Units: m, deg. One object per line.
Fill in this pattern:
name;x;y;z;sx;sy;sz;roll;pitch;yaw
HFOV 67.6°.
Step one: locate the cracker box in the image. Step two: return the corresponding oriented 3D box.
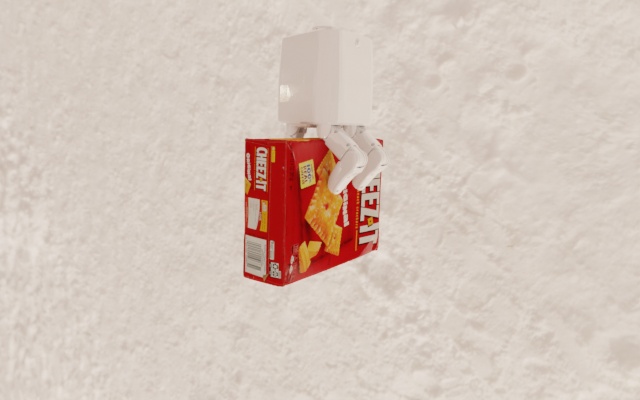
cracker box;0.000;0.002;0.607;0.072;0.164;0.213;9;12;36
